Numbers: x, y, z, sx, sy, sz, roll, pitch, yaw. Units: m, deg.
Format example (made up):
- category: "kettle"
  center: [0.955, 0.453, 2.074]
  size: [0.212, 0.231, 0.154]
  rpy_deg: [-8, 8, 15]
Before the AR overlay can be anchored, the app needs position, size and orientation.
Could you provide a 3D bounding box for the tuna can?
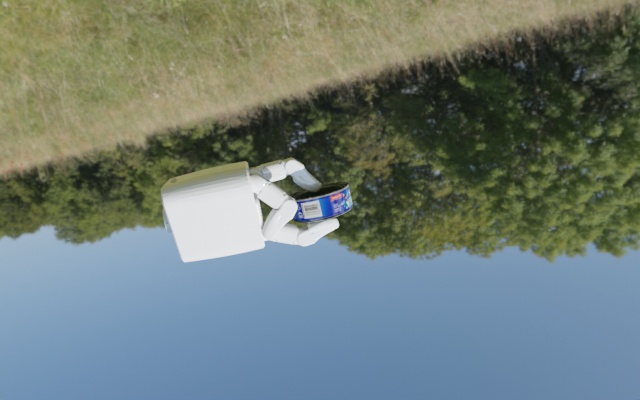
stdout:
- category: "tuna can"
  center: [0.000, 0.003, 0.653]
  size: [0.086, 0.034, 0.086]
  rpy_deg: [-13, 10, 2]
